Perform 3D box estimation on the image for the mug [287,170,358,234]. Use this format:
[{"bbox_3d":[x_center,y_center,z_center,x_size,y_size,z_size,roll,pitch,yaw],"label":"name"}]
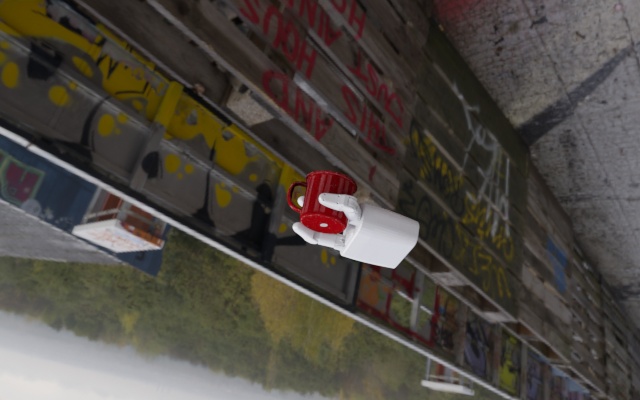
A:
[{"bbox_3d":[-0.001,0.002,0.820,0.117,0.081,0.093,16,-25,-8],"label":"mug"}]
